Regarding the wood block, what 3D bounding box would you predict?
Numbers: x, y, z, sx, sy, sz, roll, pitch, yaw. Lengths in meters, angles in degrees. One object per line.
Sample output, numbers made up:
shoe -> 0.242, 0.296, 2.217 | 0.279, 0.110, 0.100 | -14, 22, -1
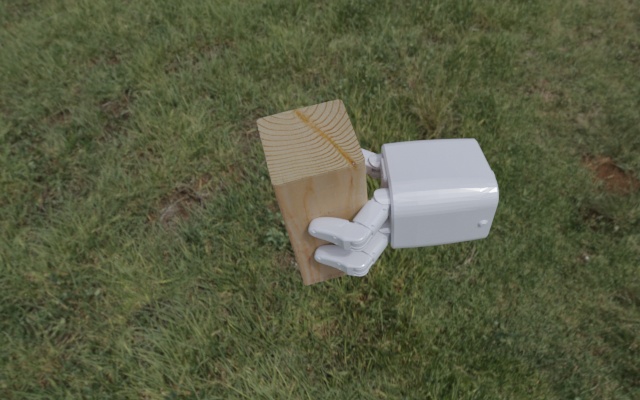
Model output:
wood block -> 0.000, 0.001, 0.533 | 0.090, 0.090, 0.206 | -15, -36, -3
